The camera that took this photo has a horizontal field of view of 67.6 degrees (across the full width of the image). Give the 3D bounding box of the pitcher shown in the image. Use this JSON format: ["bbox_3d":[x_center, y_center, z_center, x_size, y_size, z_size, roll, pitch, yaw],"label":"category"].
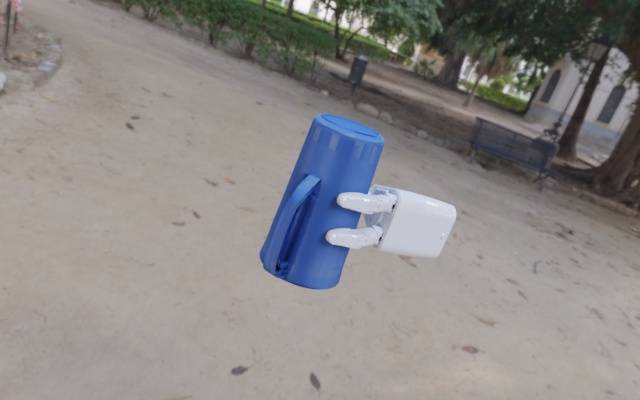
[{"bbox_3d":[0.000,0.002,0.707,0.145,0.243,0.149,13,19,-19],"label":"pitcher"}]
